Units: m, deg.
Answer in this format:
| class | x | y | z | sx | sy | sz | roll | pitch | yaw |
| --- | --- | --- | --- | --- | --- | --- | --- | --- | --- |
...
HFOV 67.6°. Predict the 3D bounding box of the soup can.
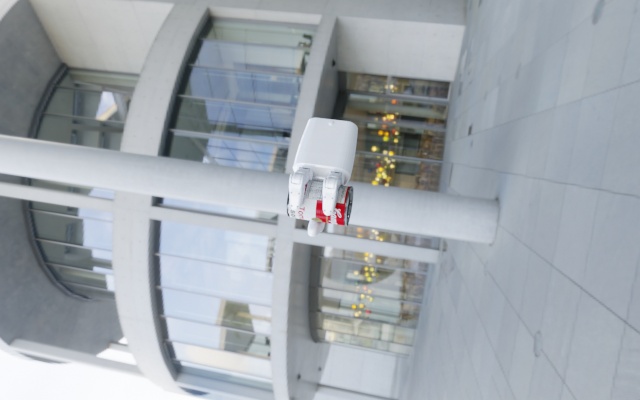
| class | x | y | z | sx | sy | sz | roll | pitch | yaw |
| --- | --- | --- | --- | --- | --- | --- | --- | --- | --- |
| soup can | 0.000 | 0.003 | 0.807 | 0.102 | 0.068 | 0.068 | 8 | 1 | 10 |
